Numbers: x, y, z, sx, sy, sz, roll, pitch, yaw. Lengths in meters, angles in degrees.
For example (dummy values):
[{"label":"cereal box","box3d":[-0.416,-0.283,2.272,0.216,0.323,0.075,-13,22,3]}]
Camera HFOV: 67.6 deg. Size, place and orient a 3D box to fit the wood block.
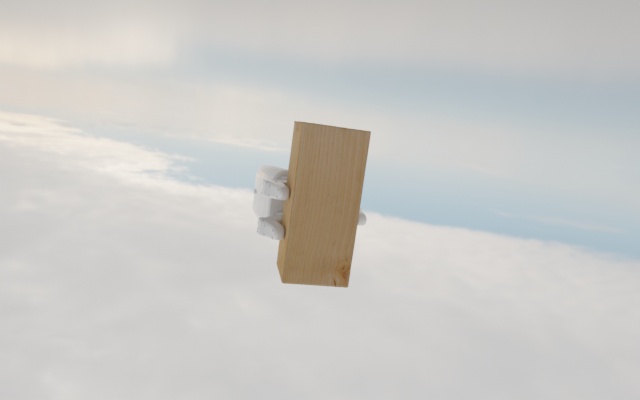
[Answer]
[{"label":"wood block","box3d":[0.000,0.002,0.645,0.091,0.206,0.090,6,9,-11]}]
